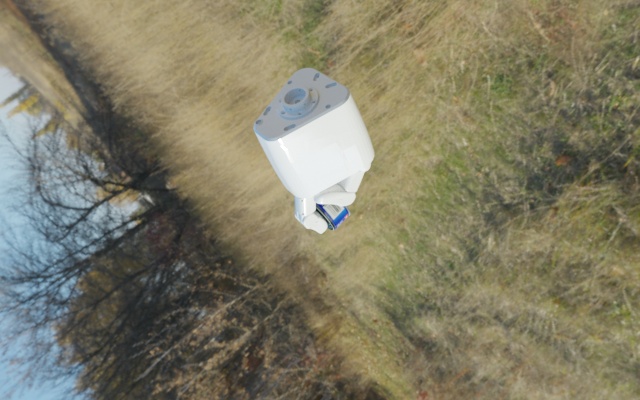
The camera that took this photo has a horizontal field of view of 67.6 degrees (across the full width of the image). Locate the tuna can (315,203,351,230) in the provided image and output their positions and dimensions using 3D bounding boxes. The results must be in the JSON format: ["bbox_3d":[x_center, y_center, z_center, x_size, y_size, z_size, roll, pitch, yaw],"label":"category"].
[{"bbox_3d":[0.000,0.003,0.674,0.086,0.033,0.086,42,-10,10],"label":"tuna can"}]
